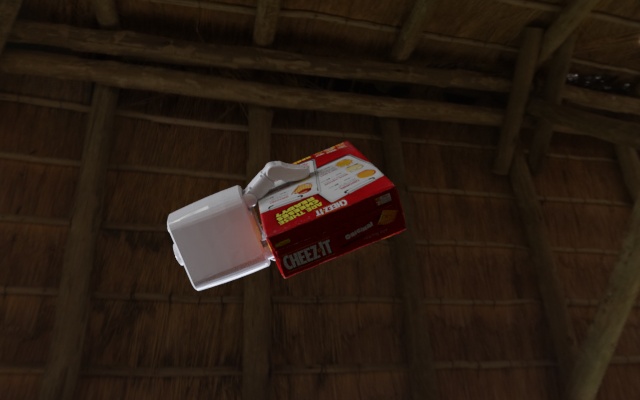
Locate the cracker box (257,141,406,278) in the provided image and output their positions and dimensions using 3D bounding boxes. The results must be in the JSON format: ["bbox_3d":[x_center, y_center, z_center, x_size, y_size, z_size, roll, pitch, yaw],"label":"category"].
[{"bbox_3d":[0.000,0.002,0.654,0.164,0.072,0.213,-22,25,-4],"label":"cracker box"}]
